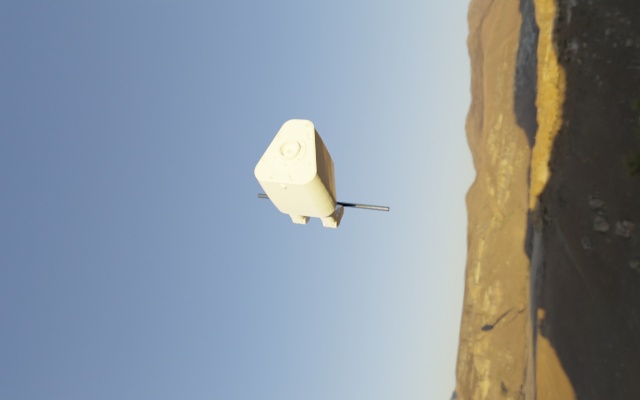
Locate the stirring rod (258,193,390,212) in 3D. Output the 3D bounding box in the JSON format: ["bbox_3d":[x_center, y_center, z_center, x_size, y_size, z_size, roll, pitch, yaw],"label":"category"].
[{"bbox_3d":[0.000,0.003,0.826,0.239,0.011,0.011,6,2,20],"label":"stirring rod"}]
